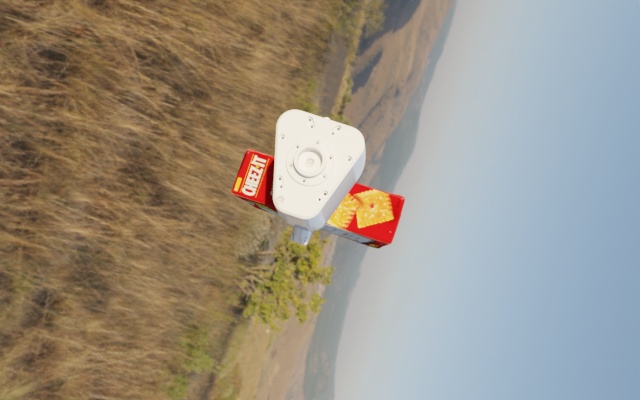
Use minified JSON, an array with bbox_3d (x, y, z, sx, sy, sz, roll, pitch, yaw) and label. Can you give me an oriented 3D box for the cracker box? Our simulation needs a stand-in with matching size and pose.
[{"bbox_3d":[0.000,0.002,0.677,0.213,0.072,0.164,18,-6,4],"label":"cracker box"}]
